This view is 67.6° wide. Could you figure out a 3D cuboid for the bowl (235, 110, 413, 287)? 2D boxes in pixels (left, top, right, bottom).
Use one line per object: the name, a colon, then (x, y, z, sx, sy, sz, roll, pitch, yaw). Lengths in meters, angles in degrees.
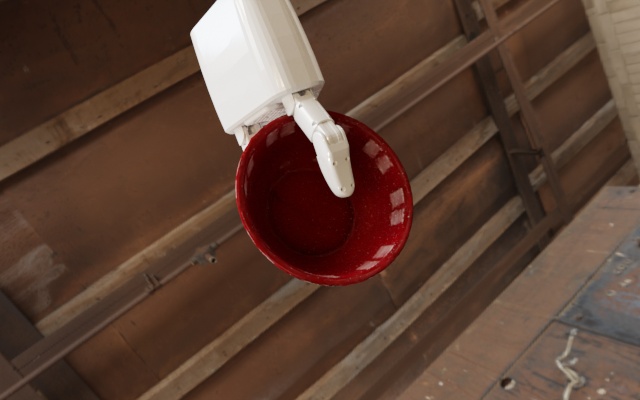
bowl: (0.000, 0.003, 0.432, 0.162, 0.162, 0.055, 0, -20, -19)
